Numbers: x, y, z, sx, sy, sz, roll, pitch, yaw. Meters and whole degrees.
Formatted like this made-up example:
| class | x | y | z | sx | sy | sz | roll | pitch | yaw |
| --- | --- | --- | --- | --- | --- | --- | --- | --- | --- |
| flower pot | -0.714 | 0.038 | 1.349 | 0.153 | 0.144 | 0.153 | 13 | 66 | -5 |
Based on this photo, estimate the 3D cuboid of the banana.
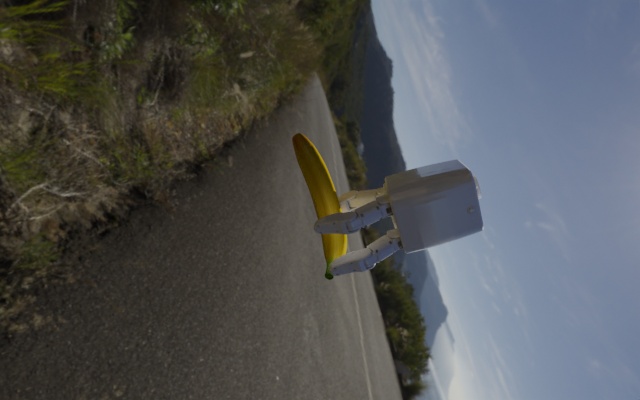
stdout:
| class | x | y | z | sx | sy | sz | roll | pitch | yaw |
| --- | --- | --- | --- | --- | --- | --- | --- | --- | --- |
| banana | 0.004 | 0.003 | 0.654 | 0.037 | 0.198 | 0.069 | -14 | 4 | 12 |
